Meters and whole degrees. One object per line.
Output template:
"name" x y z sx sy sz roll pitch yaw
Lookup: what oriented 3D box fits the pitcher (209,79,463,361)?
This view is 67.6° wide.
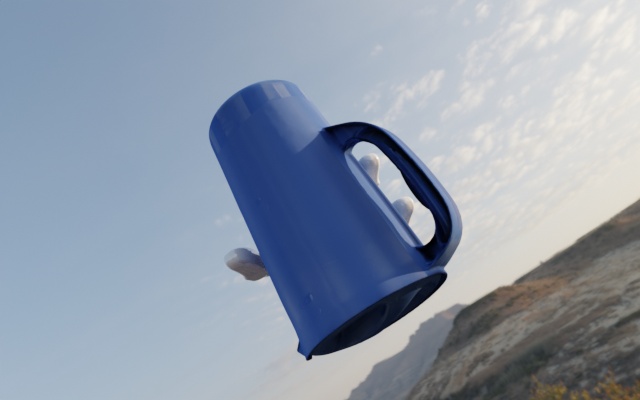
"pitcher" 0.000 0.002 0.429 0.149 0.242 0.145 -25 -25 -15
